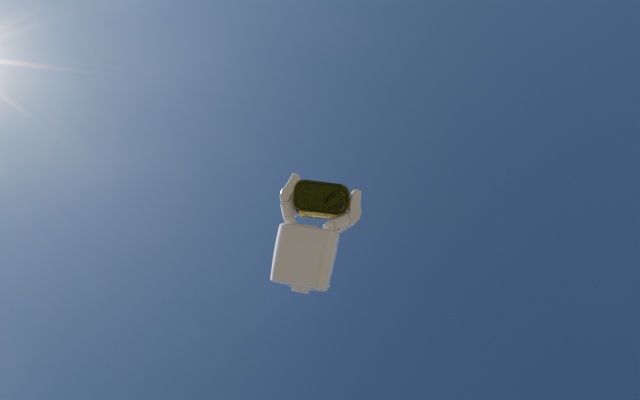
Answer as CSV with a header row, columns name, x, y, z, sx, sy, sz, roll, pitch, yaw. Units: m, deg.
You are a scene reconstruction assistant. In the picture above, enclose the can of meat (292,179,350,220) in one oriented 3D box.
name,x,y,z,sx,sy,sz,roll,pitch,yaw
can of meat,0.000,0.003,0.888,0.102,0.057,0.084,7,-13,0
